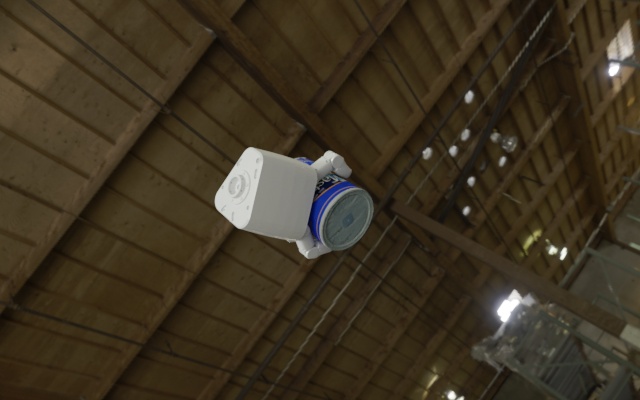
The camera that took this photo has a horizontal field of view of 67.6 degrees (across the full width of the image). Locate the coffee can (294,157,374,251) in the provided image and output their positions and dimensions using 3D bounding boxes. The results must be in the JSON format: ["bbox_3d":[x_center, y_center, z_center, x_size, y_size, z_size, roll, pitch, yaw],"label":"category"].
[{"bbox_3d":[0.000,0.003,0.762,0.103,0.103,0.140,0,24,-42],"label":"coffee can"}]
